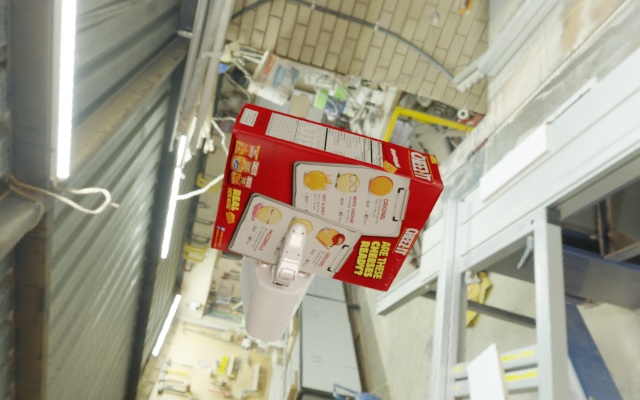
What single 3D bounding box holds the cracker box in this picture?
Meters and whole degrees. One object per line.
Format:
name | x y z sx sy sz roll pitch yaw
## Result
cracker box | 0.000 0.002 0.525 0.214 0.164 0.072 14 38 -7
